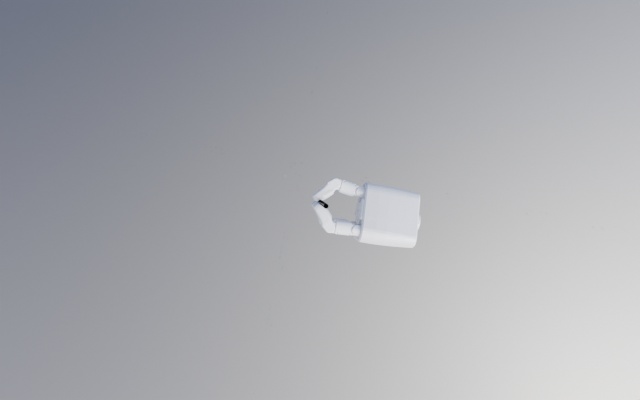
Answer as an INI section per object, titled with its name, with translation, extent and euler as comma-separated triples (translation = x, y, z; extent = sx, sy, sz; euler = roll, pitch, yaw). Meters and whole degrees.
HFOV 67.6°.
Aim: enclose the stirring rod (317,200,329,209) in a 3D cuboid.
[stirring rod]
translation = 0.000, 0.003, 0.882
extent = 0.011, 0.011, 0.239
euler = 0, 3, -4
